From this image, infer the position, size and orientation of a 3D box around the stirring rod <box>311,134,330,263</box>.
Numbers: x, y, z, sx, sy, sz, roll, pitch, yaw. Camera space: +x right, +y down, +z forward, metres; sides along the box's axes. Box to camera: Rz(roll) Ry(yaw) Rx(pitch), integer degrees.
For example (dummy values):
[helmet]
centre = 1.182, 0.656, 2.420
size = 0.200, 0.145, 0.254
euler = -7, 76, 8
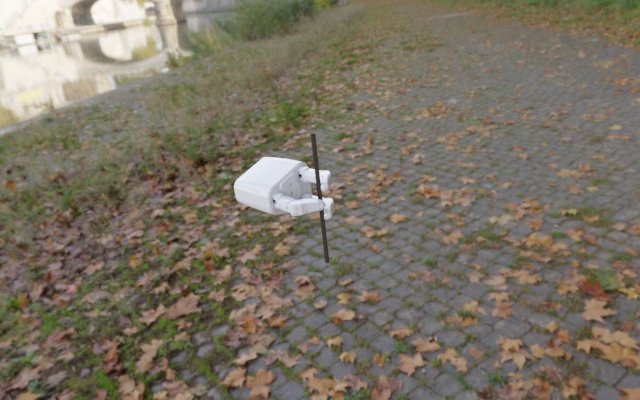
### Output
[stirring rod]
centre = 0.000, 0.003, 0.827
size = 0.011, 0.240, 0.011
euler = -5, 23, 2
